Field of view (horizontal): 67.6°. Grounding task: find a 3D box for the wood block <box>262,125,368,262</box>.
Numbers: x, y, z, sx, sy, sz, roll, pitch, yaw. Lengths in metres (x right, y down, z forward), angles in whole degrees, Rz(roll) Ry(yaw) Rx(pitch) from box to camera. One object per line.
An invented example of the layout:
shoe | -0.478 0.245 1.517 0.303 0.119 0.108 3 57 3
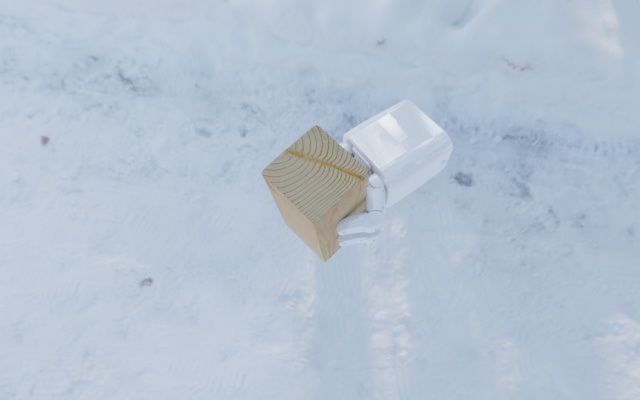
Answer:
wood block | 0.000 0.002 0.635 0.090 0.091 0.206 -43 -17 -11
